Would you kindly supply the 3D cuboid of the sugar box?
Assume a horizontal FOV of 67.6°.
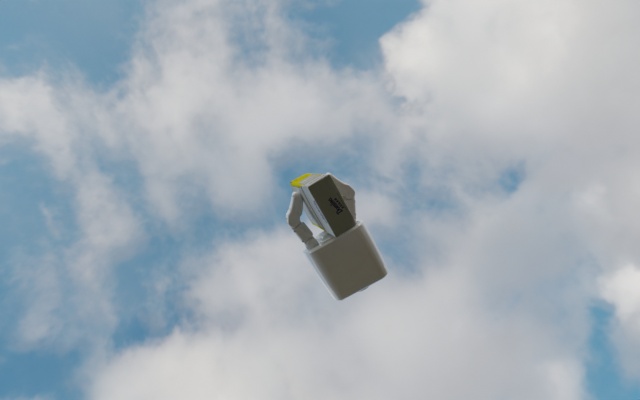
[{"bbox_3d":[0.001,0.002,0.801,0.048,0.093,0.176,-31,10,-11],"label":"sugar box"}]
